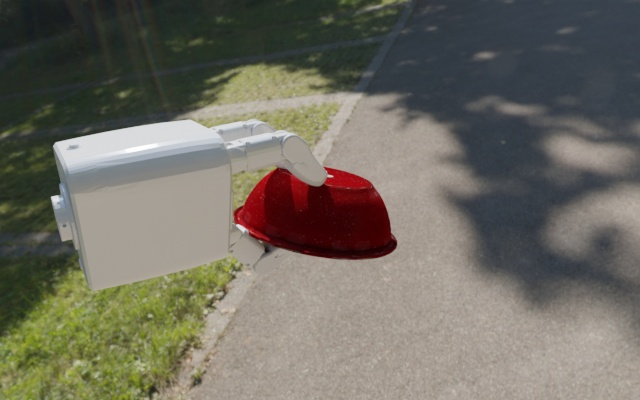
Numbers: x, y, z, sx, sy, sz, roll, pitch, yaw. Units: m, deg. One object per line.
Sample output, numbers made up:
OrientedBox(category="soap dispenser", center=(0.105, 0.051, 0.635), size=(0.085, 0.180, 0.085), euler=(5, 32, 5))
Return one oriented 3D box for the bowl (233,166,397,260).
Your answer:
OrientedBox(category="bowl", center=(0.001, 0.001, 0.462), size=(0.162, 0.055, 0.162), euler=(10, 14, -2))
